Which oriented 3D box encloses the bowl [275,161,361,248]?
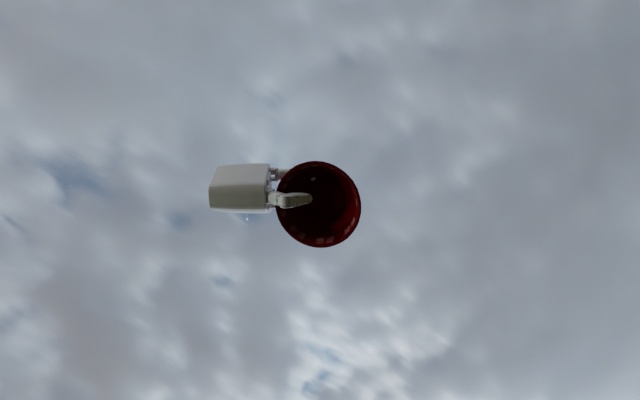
[{"bbox_3d":[0.002,0.003,0.883,0.162,0.162,0.055,0,13,15],"label":"bowl"}]
